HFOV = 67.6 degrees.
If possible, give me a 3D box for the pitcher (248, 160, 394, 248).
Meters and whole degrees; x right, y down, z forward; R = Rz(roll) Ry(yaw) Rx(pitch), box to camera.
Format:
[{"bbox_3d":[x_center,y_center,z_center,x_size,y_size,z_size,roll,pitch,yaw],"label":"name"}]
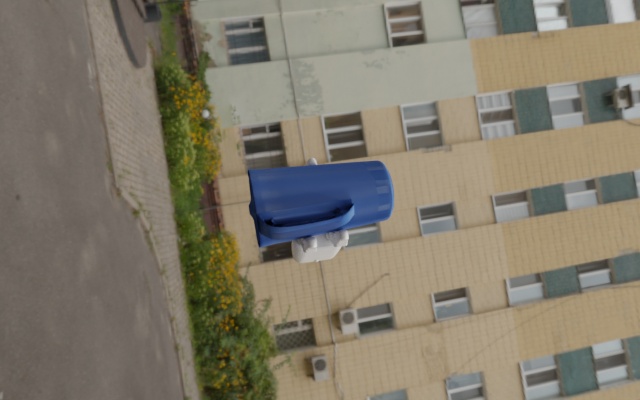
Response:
[{"bbox_3d":[0.000,0.003,0.817,0.243,0.149,0.145,-8,-22,-10],"label":"pitcher"}]
